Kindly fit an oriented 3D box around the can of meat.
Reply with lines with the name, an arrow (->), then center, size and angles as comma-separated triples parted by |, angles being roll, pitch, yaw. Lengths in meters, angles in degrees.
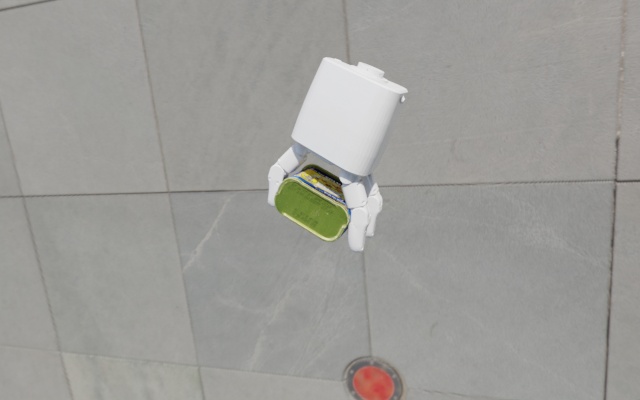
can of meat -> 0.000, 0.002, 0.612 | 0.102, 0.057, 0.084 | 30, 21, 9
